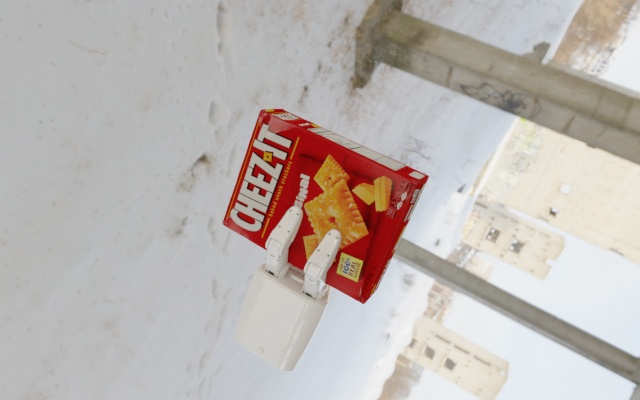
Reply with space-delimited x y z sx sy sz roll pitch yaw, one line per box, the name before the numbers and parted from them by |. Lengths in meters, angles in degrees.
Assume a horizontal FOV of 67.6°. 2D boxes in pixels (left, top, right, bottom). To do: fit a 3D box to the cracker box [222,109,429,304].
cracker box | 0.000 0.002 0.592 0.213 0.164 0.072 27 17 16
